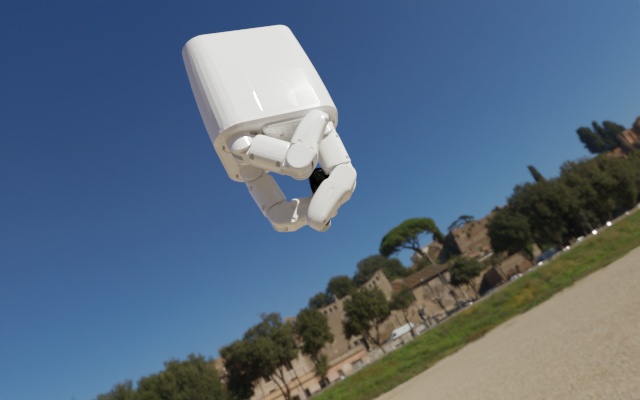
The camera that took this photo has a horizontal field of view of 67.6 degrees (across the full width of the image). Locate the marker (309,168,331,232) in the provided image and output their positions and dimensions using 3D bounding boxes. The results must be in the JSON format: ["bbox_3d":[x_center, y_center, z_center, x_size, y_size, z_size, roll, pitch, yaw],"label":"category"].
[{"bbox_3d":[0.000,0.002,0.458,0.020,0.020,0.121,0,-23,1],"label":"marker"}]
